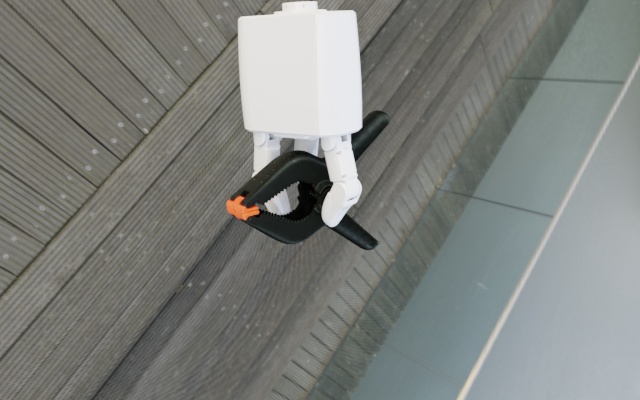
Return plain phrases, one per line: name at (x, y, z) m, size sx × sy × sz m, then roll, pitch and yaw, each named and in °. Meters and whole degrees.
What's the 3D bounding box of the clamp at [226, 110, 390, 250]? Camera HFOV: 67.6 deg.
clamp at (0.000, 0.002, 0.501) m, size 0.210 × 0.165 × 0.036 m, roll -20°, pitch 26°, yaw -39°
